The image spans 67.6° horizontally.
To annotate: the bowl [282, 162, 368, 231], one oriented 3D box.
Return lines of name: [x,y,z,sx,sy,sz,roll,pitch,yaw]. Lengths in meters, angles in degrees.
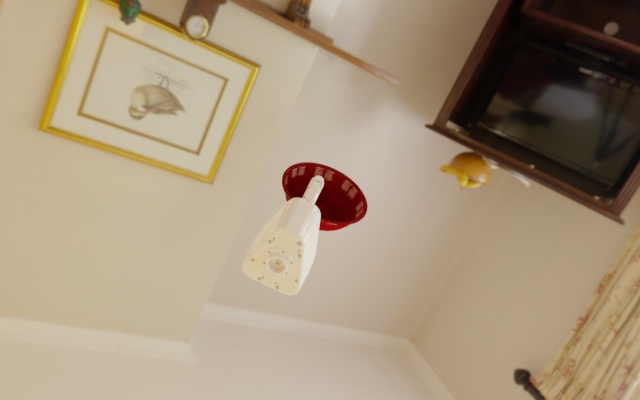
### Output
bowl: [0.001,0.003,0.855,0.162,0.055,0.162,16,38,-13]
